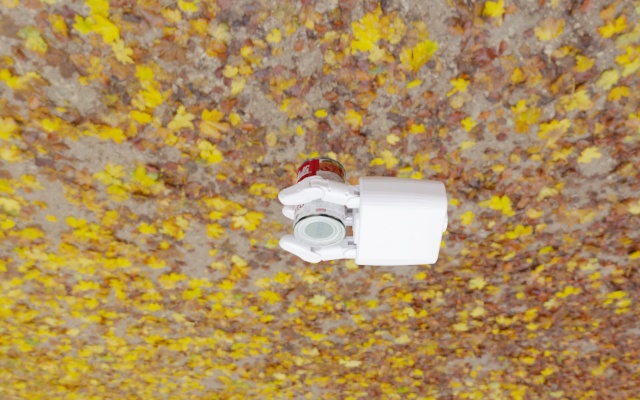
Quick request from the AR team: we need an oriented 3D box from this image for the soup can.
[{"bbox_3d":[0.000,0.002,0.626,0.068,0.102,0.069,1,-41,1],"label":"soup can"}]
